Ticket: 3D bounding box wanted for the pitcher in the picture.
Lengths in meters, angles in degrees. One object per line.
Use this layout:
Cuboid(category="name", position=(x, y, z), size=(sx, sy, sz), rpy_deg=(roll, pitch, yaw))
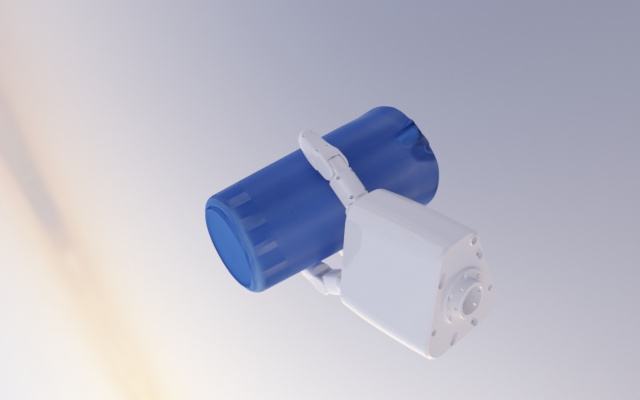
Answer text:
Cuboid(category="pitcher", position=(0.000, 0.002, 0.534), size=(0.243, 0.149, 0.145), rpy_deg=(-28, 35, -28))
